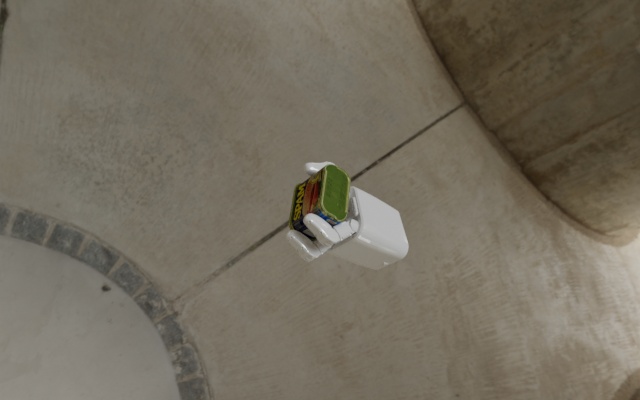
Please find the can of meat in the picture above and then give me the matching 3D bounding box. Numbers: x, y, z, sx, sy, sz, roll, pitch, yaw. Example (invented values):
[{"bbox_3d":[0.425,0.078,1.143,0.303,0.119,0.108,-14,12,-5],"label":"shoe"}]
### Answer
[{"bbox_3d":[0.000,0.002,0.755,0.057,0.102,0.084,27,-39,-26],"label":"can of meat"}]
